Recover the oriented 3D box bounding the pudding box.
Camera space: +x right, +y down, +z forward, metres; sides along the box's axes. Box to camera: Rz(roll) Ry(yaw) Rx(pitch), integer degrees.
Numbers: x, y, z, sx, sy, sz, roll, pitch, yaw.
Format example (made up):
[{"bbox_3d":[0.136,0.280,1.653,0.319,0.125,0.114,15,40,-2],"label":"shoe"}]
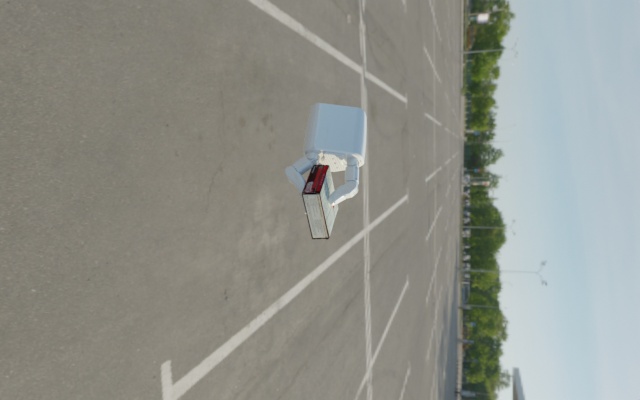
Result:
[{"bbox_3d":[0.000,0.003,0.891,0.039,0.114,0.090,-1,38,17],"label":"pudding box"}]
